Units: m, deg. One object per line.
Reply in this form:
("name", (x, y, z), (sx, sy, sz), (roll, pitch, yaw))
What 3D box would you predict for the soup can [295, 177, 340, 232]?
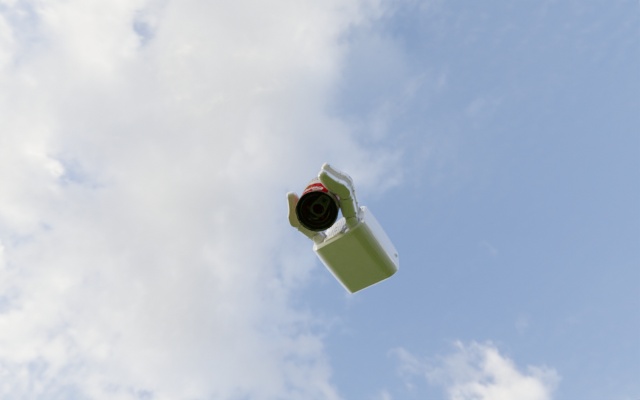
("soup can", (0.000, 0.002, 0.793), (0.068, 0.068, 0.102), (0, 17, 7))
